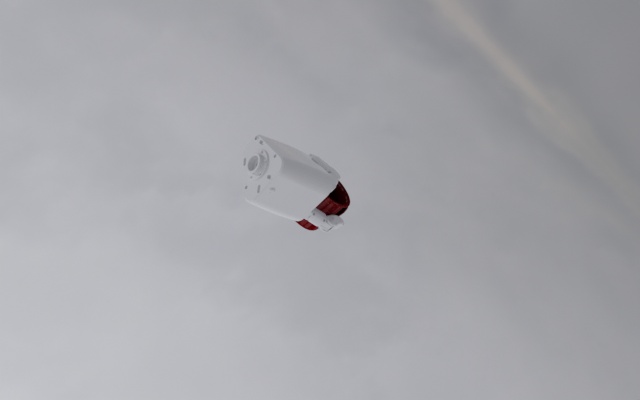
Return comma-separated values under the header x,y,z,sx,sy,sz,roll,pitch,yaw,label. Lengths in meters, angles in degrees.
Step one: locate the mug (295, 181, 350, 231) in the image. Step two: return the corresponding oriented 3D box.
x,y,z,sx,sy,sz,roll,pitch,yaw,label
0.001,0.003,0.858,0.117,0.093,0.081,23,-56,-43,mug
